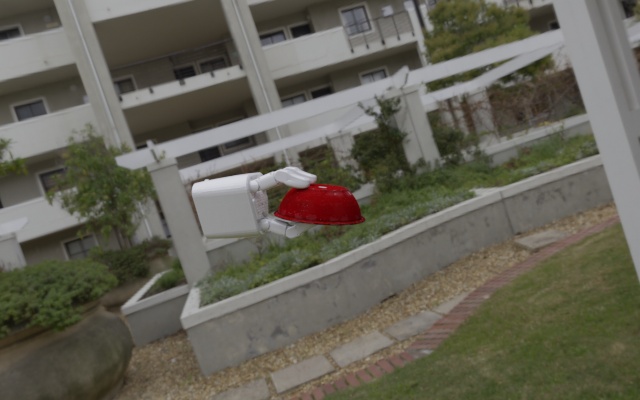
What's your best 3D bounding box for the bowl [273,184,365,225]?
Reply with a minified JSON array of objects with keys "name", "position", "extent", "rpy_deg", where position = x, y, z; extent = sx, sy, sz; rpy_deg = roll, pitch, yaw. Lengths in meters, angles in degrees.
[{"name":"bowl","position":[0.001,0.002,0.836],"extent":[0.162,0.055,0.162],"rpy_deg":[4,7,-1]}]
